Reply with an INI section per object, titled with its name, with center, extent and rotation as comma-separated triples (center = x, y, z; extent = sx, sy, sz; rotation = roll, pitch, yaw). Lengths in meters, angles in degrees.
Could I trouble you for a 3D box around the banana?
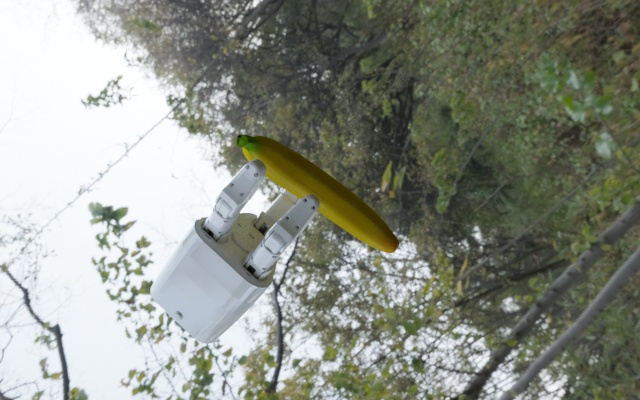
[banana]
center = -0.005, -0.009, 0.478
extent = 0.198, 0.037, 0.069
rotation = 33, 18, -21
